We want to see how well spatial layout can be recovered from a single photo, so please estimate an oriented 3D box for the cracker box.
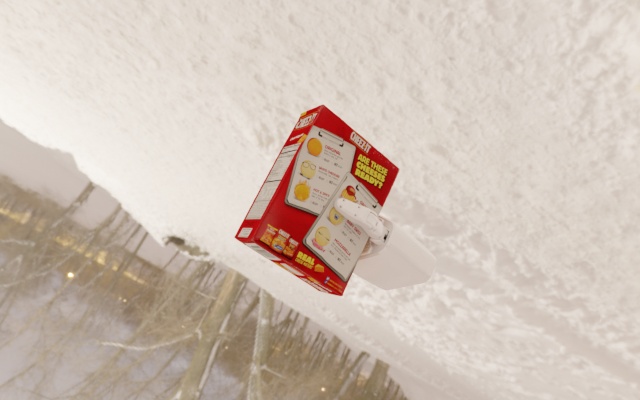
[{"bbox_3d":[0.000,0.002,0.677,0.164,0.213,0.072,36,-21,-28],"label":"cracker box"}]
